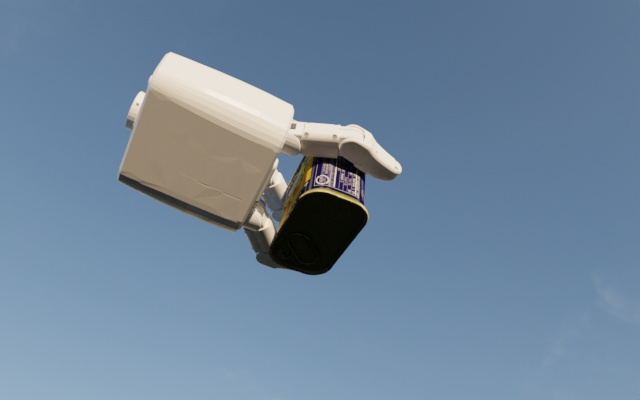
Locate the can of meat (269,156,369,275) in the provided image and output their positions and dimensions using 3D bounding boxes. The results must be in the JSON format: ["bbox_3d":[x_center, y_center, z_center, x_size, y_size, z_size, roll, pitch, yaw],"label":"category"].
[{"bbox_3d":[0.000,0.001,0.419,0.057,0.083,0.102,21,-47,-13],"label":"can of meat"}]
